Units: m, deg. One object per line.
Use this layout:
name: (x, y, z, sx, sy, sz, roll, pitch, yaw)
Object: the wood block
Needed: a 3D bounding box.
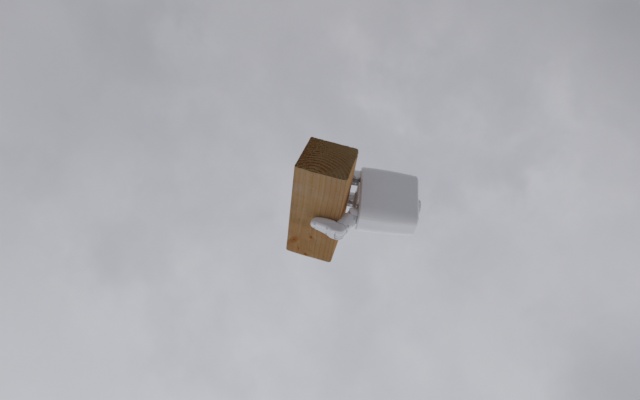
wood block: (0.000, 0.003, 0.855, 0.090, 0.206, 0.090, 16, 43, 7)
